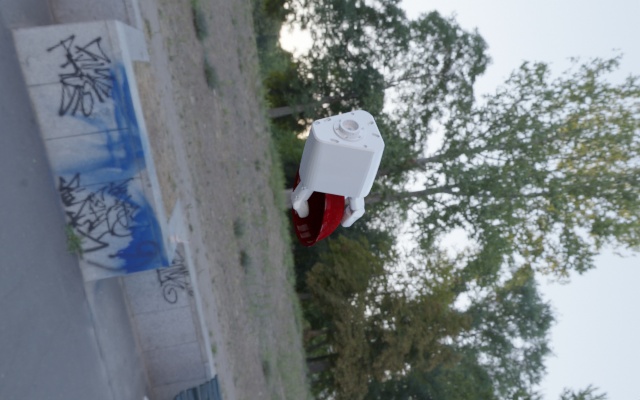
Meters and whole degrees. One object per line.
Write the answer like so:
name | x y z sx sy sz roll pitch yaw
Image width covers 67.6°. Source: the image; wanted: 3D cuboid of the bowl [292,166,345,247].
bowl | 0.000 0.003 0.861 0.055 0.162 0.162 3 -1 -24
